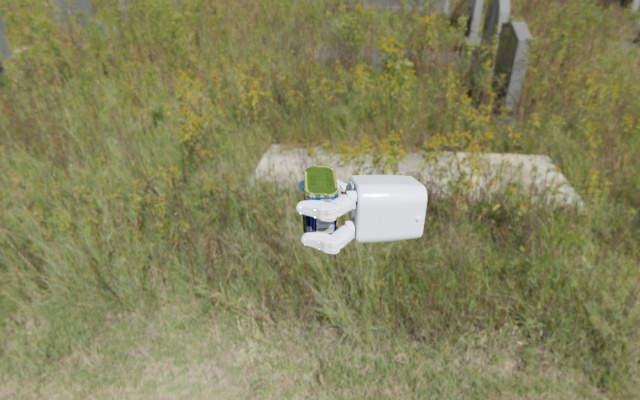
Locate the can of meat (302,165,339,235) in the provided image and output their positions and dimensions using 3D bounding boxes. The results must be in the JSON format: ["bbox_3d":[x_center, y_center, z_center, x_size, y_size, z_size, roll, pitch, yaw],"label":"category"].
[{"bbox_3d":[0.000,0.002,0.758,0.057,0.084,0.102,-1,30,-3],"label":"can of meat"}]
